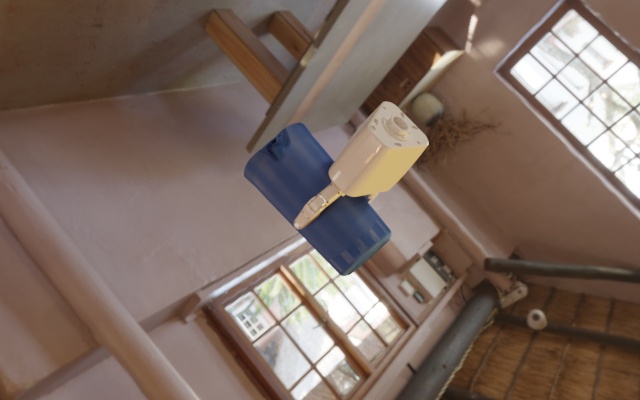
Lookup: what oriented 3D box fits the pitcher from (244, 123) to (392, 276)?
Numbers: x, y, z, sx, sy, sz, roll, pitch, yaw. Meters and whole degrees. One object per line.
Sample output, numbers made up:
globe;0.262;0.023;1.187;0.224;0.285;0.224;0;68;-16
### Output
pitcher;0.000;0.002;0.789;0.149;0.243;0.145;-30;-16;-47
